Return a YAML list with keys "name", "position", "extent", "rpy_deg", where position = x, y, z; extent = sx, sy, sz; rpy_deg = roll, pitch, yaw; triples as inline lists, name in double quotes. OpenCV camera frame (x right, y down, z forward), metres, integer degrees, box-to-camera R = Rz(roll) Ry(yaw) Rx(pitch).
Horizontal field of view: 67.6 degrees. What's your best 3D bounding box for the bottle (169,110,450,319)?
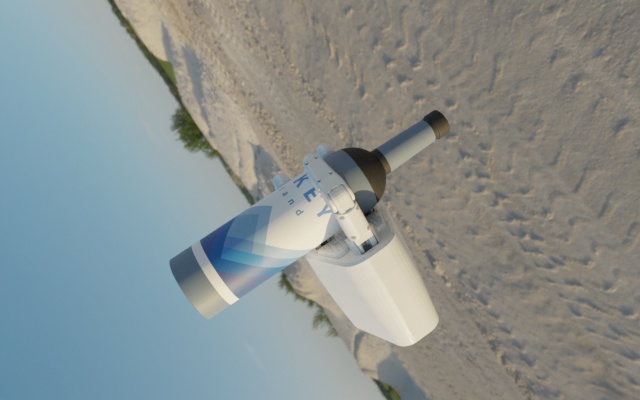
- name: "bottle"
  position: [0.000, 0.002, 0.462]
  extent: [0.295, 0.069, 0.069]
  rpy_deg: [-34, 5, -7]
